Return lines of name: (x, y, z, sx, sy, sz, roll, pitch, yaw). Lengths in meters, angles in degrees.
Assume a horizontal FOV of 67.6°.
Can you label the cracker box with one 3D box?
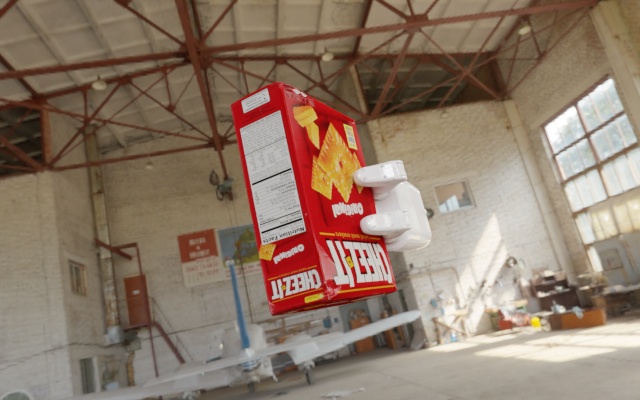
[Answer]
cracker box: (0.000, 0.002, 0.503, 0.072, 0.213, 0.164, -21, -16, 27)
